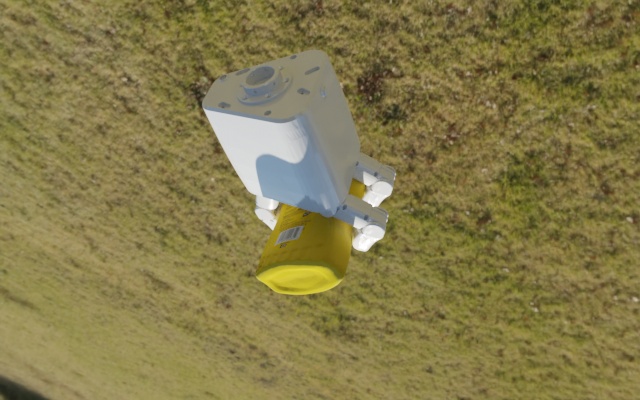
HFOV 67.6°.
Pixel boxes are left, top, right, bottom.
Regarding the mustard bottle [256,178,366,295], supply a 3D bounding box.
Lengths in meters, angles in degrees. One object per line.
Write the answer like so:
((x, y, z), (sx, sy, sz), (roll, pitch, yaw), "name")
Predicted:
((0.000, 0.002, 0.503), (0.096, 0.191, 0.058), (-20, -50, 40), "mustard bottle")
